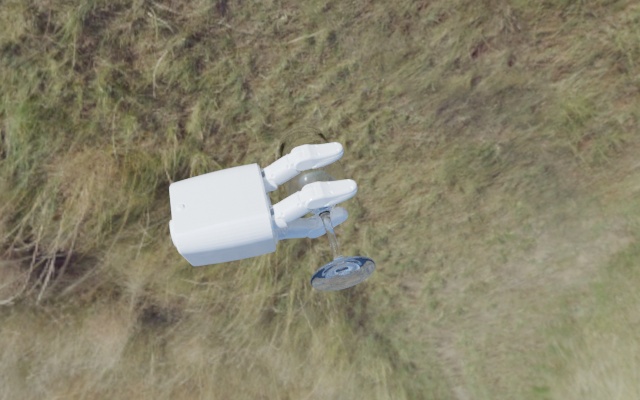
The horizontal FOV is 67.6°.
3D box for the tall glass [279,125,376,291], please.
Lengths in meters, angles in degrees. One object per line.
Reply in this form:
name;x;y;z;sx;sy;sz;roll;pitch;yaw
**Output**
tall glass;0.000;0.002;0.576;0.079;0.201;0.079;-12;-33;-8
